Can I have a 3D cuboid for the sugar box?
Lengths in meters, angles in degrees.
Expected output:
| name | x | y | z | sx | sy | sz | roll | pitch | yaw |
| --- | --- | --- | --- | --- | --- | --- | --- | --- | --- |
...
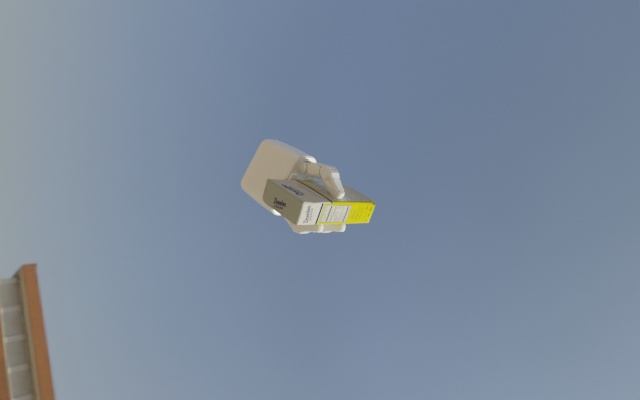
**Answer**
| name | x | y | z | sx | sy | sz | roll | pitch | yaw |
| --- | --- | --- | --- | --- | --- | --- | --- | --- | --- |
| sugar box | 0.000 | 0.003 | 0.788 | 0.176 | 0.048 | 0.093 | -2 | 25 | -45 |
